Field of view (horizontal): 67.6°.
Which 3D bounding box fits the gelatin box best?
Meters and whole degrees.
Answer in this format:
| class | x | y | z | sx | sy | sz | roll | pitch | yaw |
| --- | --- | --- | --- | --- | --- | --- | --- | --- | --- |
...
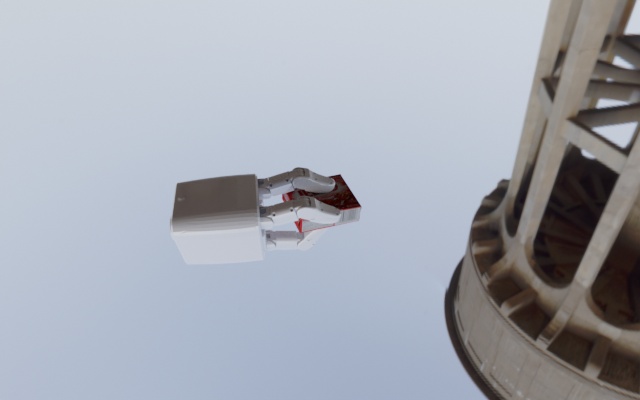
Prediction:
| class | x | y | z | sx | sy | sz | roll | pitch | yaw |
| --- | --- | --- | --- | --- | --- | --- | --- | --- | --- |
| gelatin box | 0.000 | 0.002 | 0.644 | 0.089 | 0.030 | 0.073 | -11 | 43 | -19 |
